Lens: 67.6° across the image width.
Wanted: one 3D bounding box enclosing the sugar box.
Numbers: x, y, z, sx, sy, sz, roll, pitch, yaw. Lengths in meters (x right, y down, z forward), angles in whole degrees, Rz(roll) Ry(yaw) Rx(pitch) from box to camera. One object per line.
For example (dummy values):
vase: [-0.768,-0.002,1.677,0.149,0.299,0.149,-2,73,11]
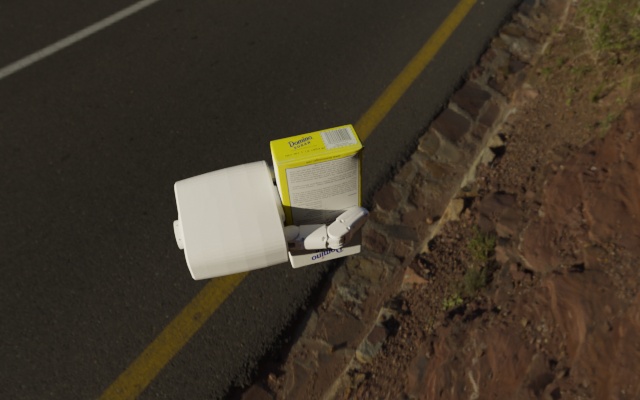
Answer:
sugar box: [0.000,0.001,0.552,0.093,0.048,0.176,-12,-41,-9]
